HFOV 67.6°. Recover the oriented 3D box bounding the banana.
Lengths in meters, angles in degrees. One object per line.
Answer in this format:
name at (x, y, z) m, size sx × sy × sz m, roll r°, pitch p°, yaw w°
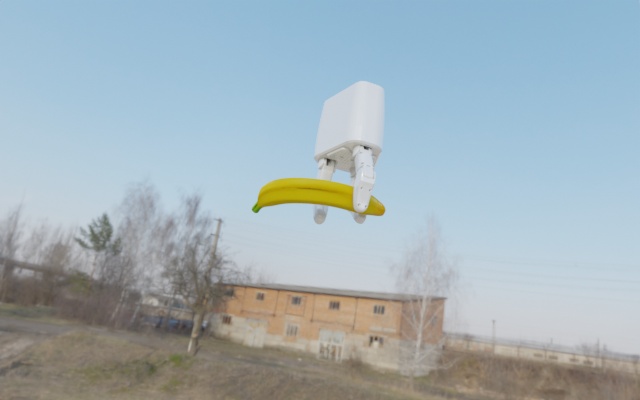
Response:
banana at (-0.004, -0.005, 0.681) m, size 0.198 × 0.037 × 0.070 m, roll 3°, pitch -24°, yaw 5°
